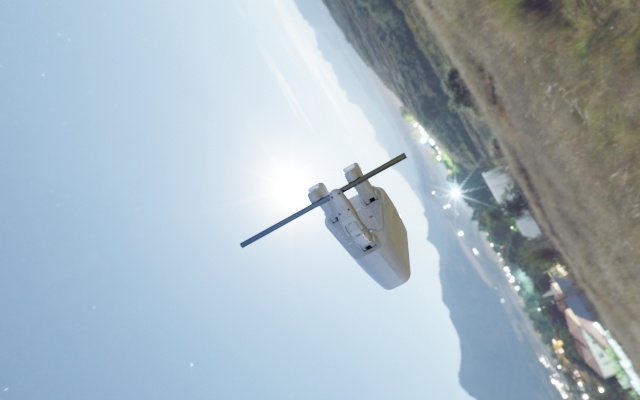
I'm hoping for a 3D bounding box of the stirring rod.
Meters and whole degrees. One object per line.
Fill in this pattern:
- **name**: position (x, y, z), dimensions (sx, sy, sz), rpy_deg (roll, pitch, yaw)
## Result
- **stirring rod**: position (0.000, 0.002, 0.602), dimensions (0.239, 0.011, 0.011), rpy_deg (-29, -6, 11)
